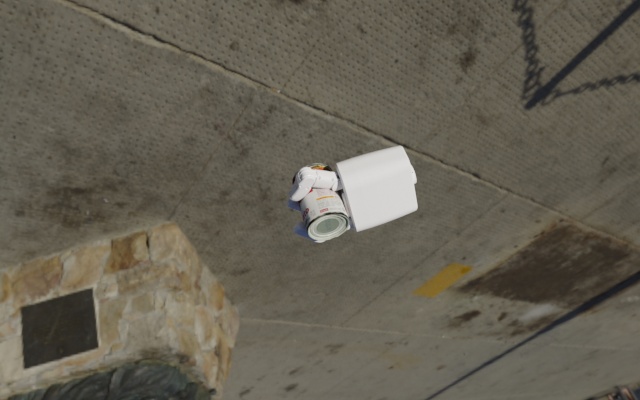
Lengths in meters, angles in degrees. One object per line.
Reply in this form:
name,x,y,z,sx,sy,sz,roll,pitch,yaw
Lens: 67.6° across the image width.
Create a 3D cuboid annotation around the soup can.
soup can,0.000,0.003,0.737,0.068,0.102,0.069,-11,-38,-9
